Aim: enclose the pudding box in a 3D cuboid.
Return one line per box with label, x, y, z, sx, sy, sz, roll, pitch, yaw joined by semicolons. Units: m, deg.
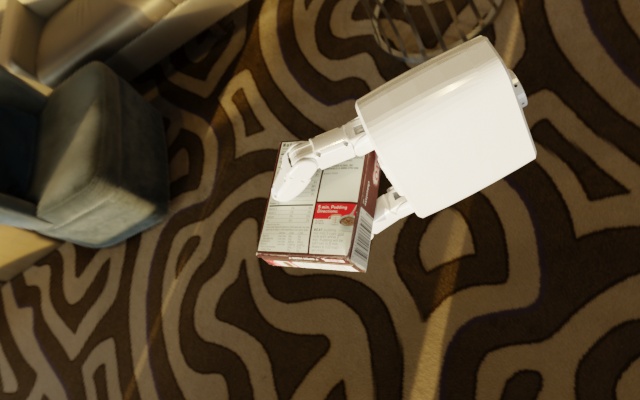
pudding box;0.000;0.001;0.413;0.090;0.113;0.039;0;-24;27
